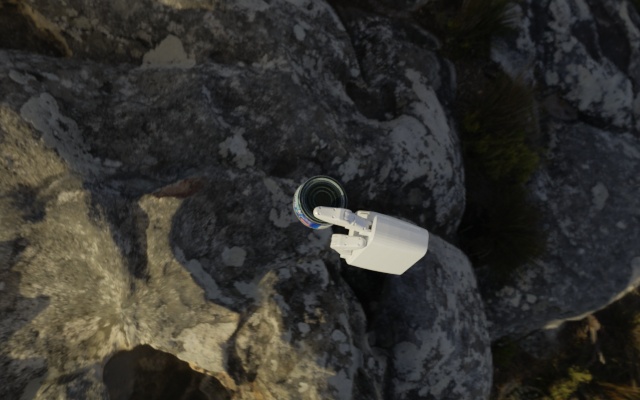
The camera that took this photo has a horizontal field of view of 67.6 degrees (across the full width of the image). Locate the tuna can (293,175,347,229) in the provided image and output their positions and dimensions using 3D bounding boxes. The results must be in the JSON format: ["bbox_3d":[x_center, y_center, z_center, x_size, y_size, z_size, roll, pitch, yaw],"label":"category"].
[{"bbox_3d":[0.000,0.002,0.787,0.086,0.086,0.034,0,-13,-17],"label":"tuna can"}]
